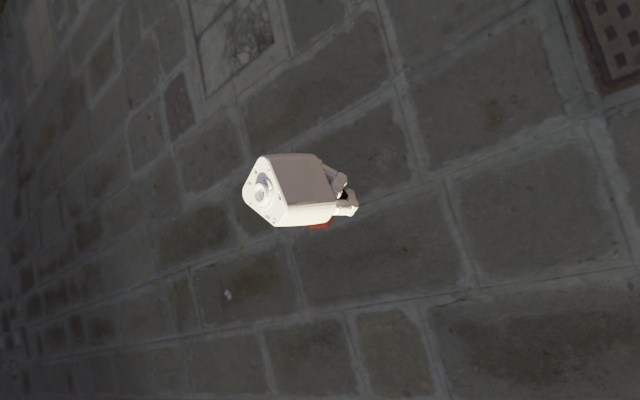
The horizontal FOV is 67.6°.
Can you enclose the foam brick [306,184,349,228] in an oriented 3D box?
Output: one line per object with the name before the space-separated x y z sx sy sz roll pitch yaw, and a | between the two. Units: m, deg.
foam brick | 0.000 0.003 0.831 0.051 0.078 0.053 -5 47 -45
